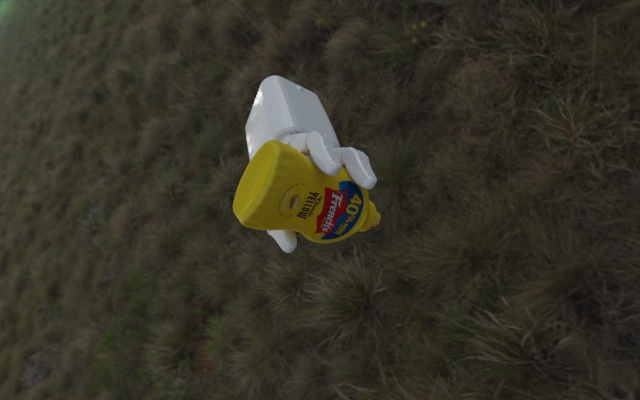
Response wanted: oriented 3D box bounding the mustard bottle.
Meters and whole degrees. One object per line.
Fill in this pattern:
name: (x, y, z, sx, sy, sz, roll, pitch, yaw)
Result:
mustard bottle: (0.000, 0.002, 0.560, 0.192, 0.096, 0.058, 17, 17, -39)
